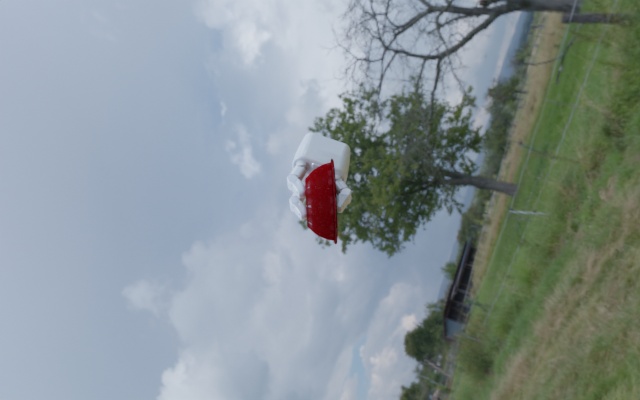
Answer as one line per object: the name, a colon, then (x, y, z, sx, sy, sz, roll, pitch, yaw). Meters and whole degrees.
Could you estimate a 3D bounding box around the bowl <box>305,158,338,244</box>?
bowl: (0.000, 0.004, 0.896, 0.055, 0.162, 0.162, -3, 0, -2)
